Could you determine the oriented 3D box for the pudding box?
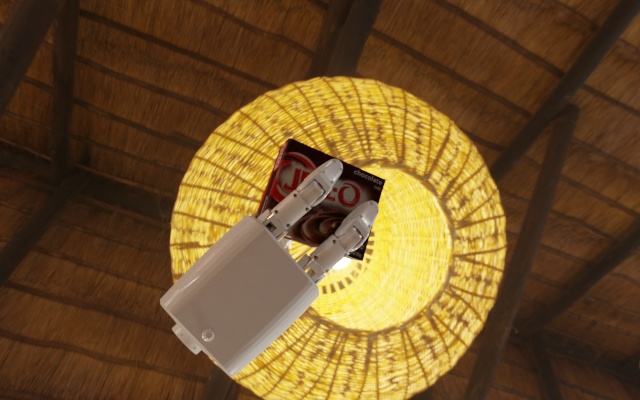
[{"bbox_3d":[0.000,0.002,0.478,0.113,0.090,0.039,22,-14,-18],"label":"pudding box"}]
